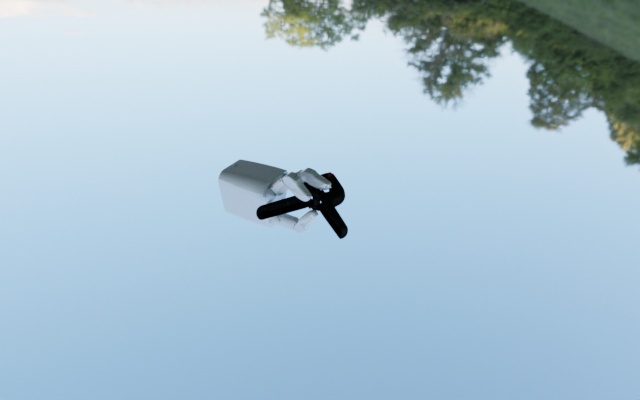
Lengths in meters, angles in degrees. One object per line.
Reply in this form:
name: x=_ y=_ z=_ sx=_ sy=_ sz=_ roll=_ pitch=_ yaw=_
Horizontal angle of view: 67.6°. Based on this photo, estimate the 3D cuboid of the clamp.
clamp: x=0.000 y=0.003 z=0.892 sx=0.164 sy=0.036 sz=0.210 roll=17 pitch=30 yaw=18
